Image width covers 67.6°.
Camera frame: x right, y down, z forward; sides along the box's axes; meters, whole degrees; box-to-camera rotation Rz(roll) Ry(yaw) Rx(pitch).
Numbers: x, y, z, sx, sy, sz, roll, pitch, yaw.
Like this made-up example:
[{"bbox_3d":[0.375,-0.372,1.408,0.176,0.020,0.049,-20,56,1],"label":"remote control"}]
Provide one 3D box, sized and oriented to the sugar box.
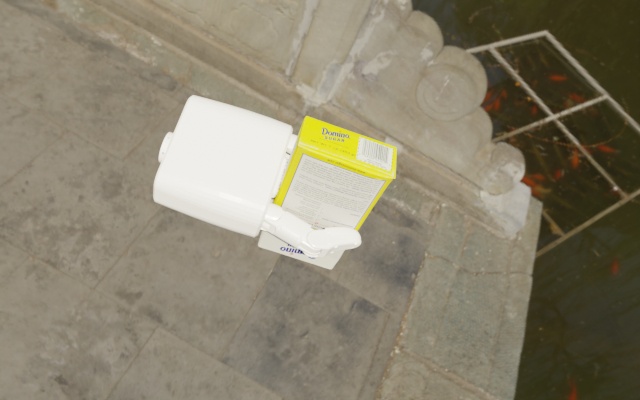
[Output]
[{"bbox_3d":[0.000,0.001,0.489,0.093,0.048,0.176,19,-37,-8],"label":"sugar box"}]
